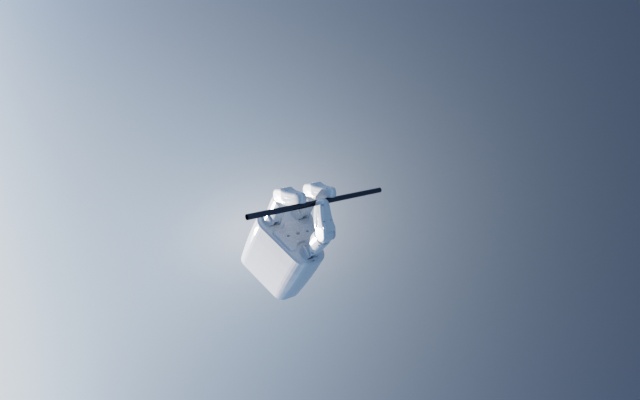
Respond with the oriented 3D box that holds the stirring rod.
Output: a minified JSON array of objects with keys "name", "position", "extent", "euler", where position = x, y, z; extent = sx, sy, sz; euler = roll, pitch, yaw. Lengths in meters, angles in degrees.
[{"name":"stirring rod","position":[0.000,0.002,0.673],"extent":[0.239,0.011,0.011],"euler":[-11,7,-38]}]
